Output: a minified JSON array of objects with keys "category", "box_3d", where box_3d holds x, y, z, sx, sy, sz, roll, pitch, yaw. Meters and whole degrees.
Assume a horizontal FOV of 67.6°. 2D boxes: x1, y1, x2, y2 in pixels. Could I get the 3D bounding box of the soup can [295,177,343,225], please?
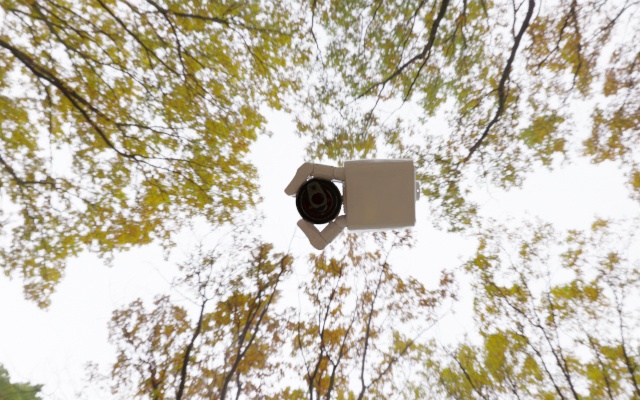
[{"category":"soup can","box_3d":[0.000,0.003,0.725,0.068,0.068,0.102,0,-2,3]}]
